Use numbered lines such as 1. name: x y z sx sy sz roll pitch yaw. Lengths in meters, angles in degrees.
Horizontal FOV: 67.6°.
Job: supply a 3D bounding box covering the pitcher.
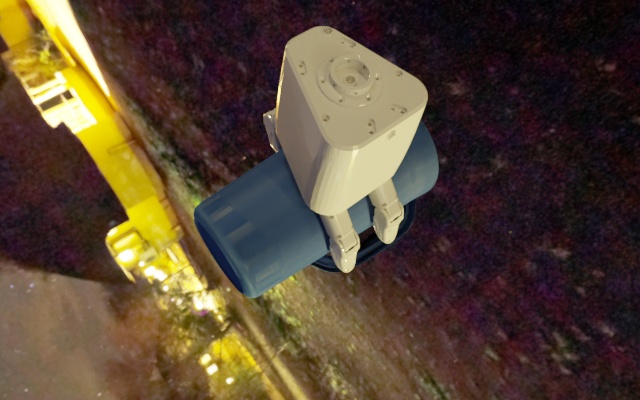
1. pitcher: 0.000 0.002 0.510 0.243 0.149 0.145 -33 -16 -20
